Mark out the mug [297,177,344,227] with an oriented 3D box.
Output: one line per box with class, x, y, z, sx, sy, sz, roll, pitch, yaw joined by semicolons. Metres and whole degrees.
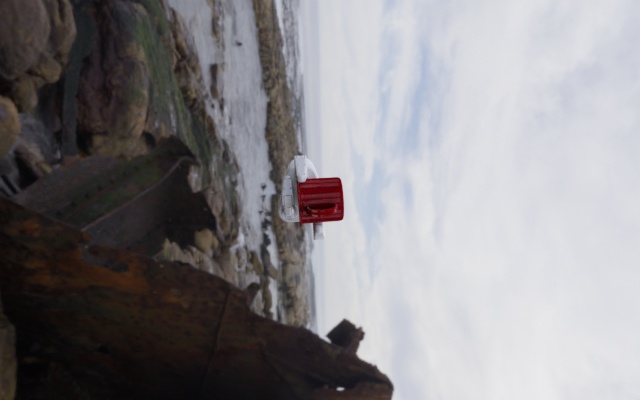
mug;0.000;0.003;0.863;0.081;0.093;0.117;-4;17;-2
